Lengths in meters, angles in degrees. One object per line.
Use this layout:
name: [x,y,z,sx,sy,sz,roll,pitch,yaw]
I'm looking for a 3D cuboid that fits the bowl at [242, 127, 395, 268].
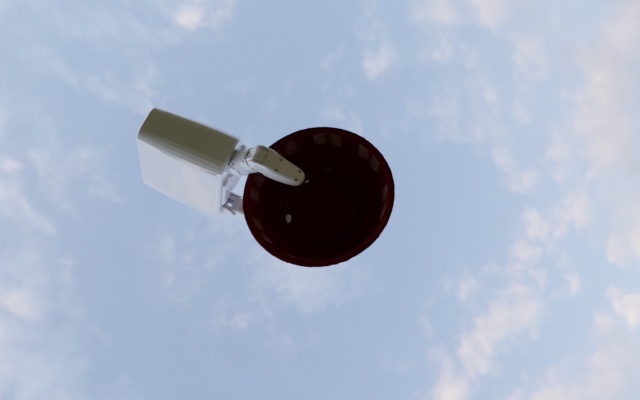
bowl: [0.001,0.003,0.522,0.162,0.162,0.055,0,-24,9]
